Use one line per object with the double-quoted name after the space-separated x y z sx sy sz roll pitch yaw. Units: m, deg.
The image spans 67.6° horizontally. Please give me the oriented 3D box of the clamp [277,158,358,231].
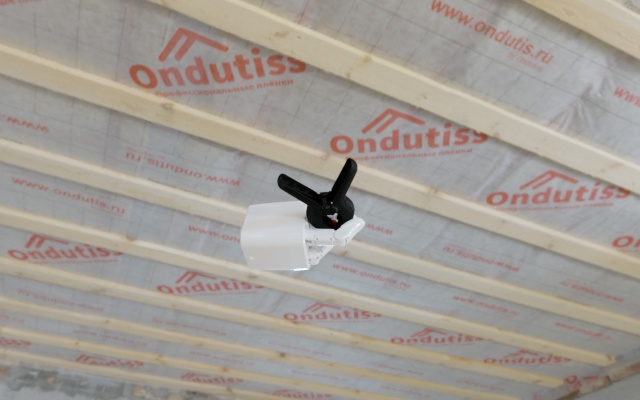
0.000 0.002 0.754 0.120 0.039 0.172 -2 -41 4 "clamp"
